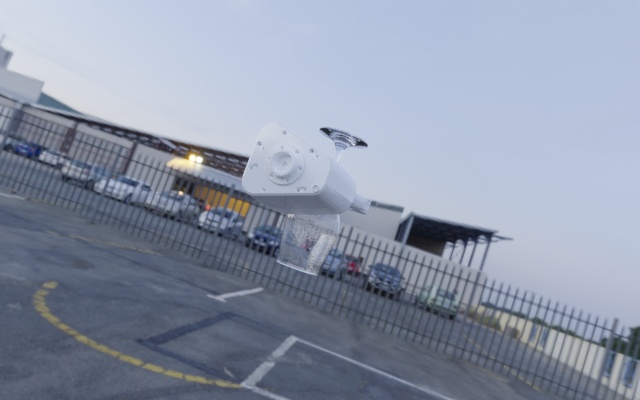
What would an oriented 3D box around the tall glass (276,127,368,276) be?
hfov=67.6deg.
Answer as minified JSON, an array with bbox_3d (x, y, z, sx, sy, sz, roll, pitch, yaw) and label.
[{"bbox_3d":[0.000,0.002,0.678,0.079,0.201,0.079,19,-5,2],"label":"tall glass"}]
